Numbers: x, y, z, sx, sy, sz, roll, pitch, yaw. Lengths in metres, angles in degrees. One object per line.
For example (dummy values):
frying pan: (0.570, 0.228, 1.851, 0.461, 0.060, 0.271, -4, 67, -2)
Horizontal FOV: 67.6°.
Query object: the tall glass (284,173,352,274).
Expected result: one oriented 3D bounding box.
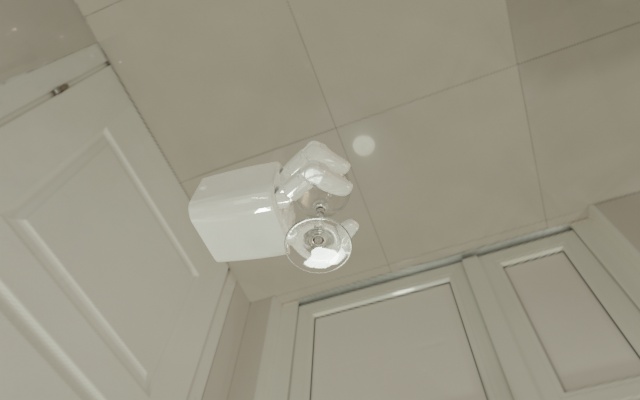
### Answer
tall glass: (0.000, 0.002, 0.605, 0.079, 0.079, 0.201, 0, 29, 2)
